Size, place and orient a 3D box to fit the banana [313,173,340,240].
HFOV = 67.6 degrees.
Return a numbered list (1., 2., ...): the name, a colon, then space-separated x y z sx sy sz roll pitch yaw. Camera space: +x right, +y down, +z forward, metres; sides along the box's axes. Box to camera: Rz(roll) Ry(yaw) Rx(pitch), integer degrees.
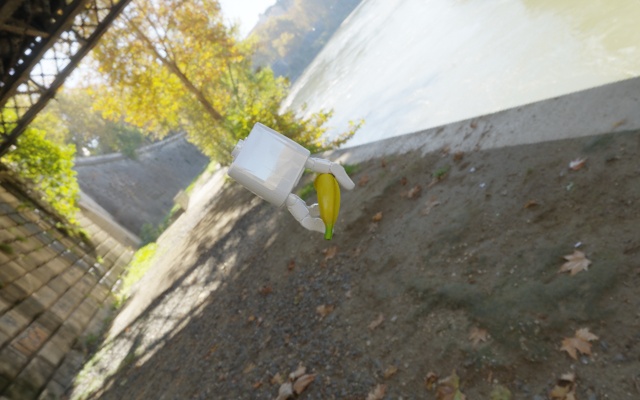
1. banana: 0.007 -0.011 0.830 0.037 0.070 0.197 18 25 -12
